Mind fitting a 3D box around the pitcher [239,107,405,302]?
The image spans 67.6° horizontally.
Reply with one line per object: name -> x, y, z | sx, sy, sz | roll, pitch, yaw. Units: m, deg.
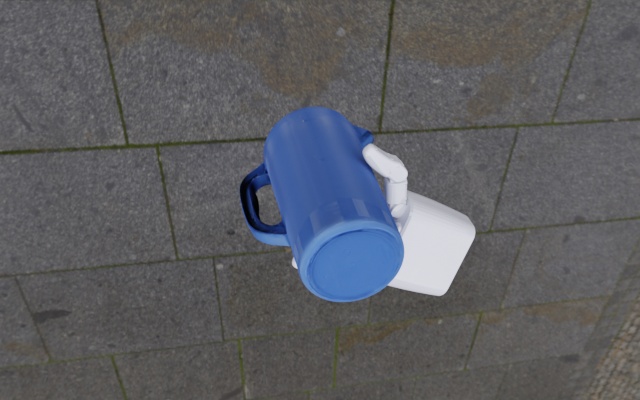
pitcher -> 0.000, 0.002, 0.560 | 0.145, 0.149, 0.242 | 20, 28, -24
